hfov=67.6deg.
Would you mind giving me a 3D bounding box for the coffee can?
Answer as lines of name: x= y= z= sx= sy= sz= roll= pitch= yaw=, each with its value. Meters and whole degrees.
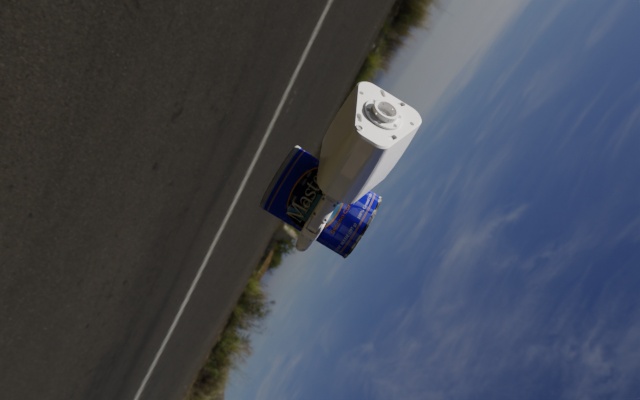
coffee can: x=0.000 y=0.002 z=0.673 sx=0.140 sy=0.103 sz=0.103 roll=31 pitch=-1 yaw=-1
